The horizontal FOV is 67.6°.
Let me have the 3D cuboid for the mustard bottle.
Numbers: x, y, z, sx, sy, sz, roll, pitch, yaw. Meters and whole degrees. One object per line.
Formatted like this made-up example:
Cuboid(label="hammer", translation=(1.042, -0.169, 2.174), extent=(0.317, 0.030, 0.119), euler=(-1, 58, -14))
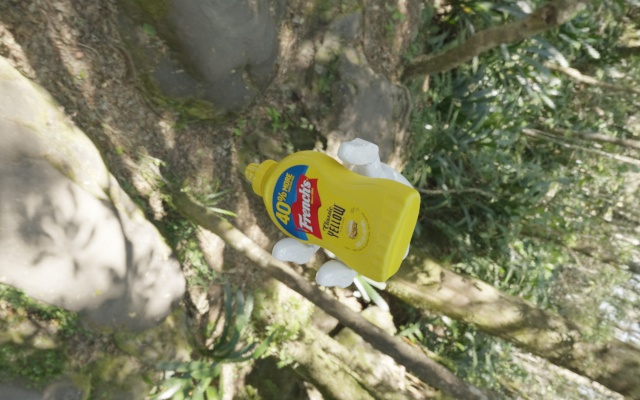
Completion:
Cuboid(label="mustard bottle", translation=(0.000, 0.002, 0.490), extent=(0.191, 0.096, 0.058), euler=(25, 27, 26))
